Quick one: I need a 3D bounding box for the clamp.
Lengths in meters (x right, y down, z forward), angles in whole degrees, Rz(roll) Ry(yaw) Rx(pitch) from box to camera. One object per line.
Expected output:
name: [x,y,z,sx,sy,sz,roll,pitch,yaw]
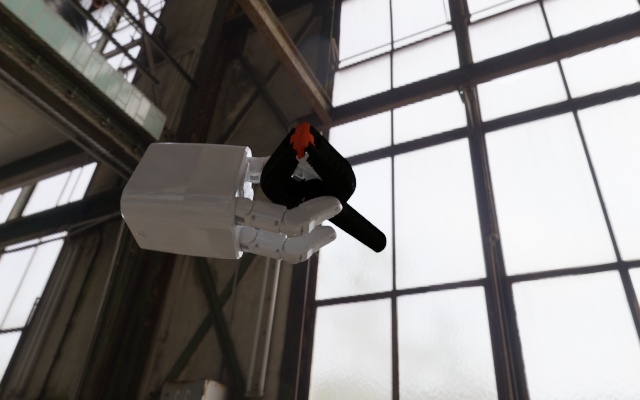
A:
clamp: [0.000,0.001,0.499,0.164,0.036,0.210,3,-34,-1]
